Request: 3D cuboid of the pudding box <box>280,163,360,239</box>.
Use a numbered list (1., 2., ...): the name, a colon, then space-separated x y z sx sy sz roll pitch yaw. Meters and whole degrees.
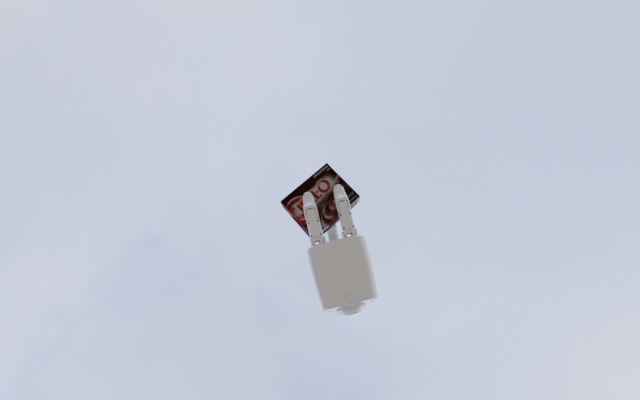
1. pudding box: 0.000 0.003 0.846 0.113 0.090 0.039 -40 -18 -11
